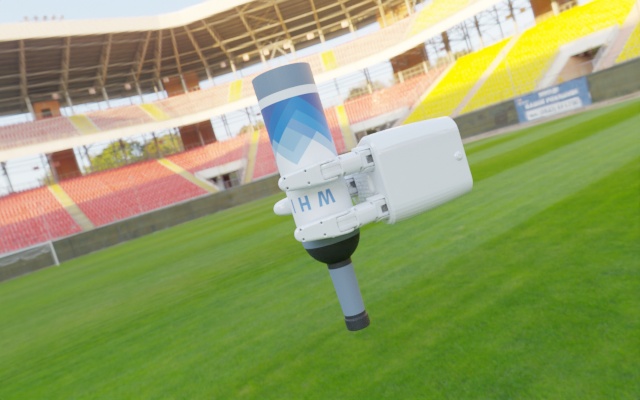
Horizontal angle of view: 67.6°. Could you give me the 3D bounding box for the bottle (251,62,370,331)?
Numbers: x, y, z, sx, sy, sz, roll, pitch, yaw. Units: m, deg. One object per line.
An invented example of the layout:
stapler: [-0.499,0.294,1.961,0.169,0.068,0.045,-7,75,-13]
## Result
bottle: [0.000,0.002,0.528,0.069,0.296,0.069,-17,4,1]
